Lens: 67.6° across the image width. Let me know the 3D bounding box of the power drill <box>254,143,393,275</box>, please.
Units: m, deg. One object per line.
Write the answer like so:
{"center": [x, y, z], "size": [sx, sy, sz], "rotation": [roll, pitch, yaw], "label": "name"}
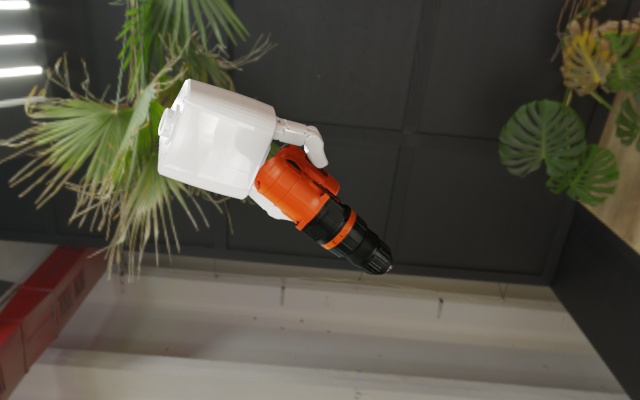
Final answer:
{"center": [0.000, 0.002, 0.584], "size": [0.184, 0.057, 0.187], "rotation": [41, 6, -17], "label": "power drill"}
